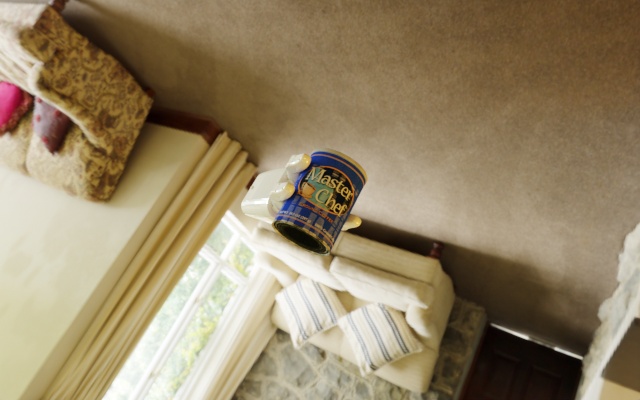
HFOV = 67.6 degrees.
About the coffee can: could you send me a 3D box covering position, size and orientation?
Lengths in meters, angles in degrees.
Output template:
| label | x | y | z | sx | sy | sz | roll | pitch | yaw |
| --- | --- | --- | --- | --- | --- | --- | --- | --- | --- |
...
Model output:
| label | x | y | z | sx | sy | sz | roll | pitch | yaw |
| --- | --- | --- | --- | --- | --- | --- | --- | --- | --- |
| coffee can | 0.000 | 0.002 | 0.761 | 0.103 | 0.140 | 0.103 | 25 | -21 | 10 |
